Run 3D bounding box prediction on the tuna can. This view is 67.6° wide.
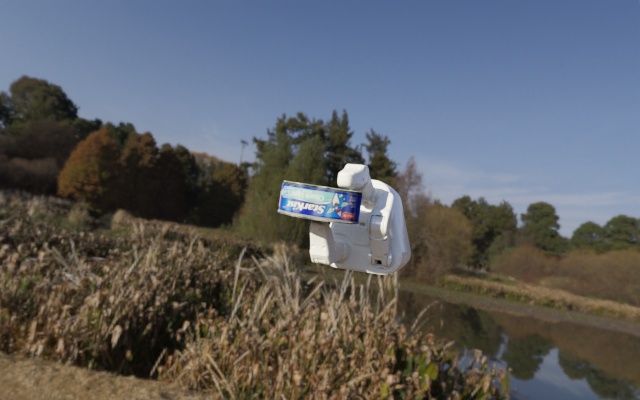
[{"bbox_3d":[0.000,0.001,0.497,0.086,0.034,0.086,8,2,0],"label":"tuna can"}]
